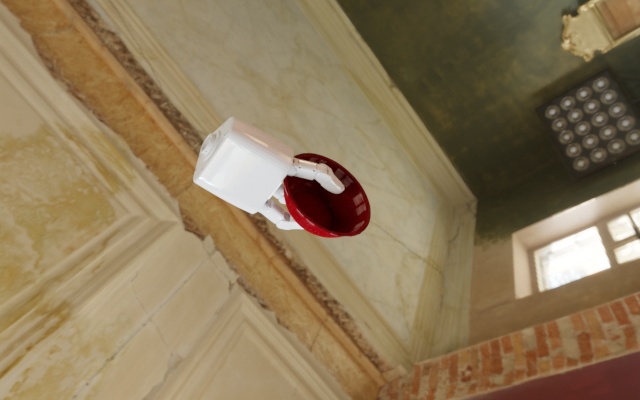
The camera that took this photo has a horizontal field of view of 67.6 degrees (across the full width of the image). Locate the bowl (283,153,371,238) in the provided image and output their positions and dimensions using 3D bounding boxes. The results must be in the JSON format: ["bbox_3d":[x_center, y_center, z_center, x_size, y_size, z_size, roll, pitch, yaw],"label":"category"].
[{"bbox_3d":[0.001,0.003,0.764,0.162,0.162,0.055,0,-36,-38],"label":"bowl"}]
